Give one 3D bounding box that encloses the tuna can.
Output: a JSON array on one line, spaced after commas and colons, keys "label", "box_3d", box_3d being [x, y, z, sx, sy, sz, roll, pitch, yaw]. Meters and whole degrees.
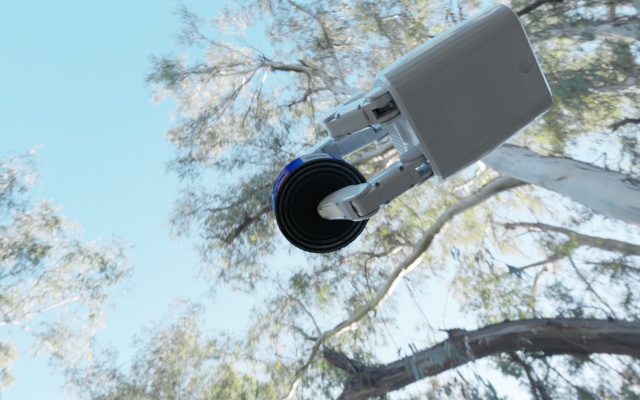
[{"label": "tuna can", "box_3d": [0.000, 0.001, 0.423, 0.086, 0.086, 0.033, 0, 16, -13]}]
